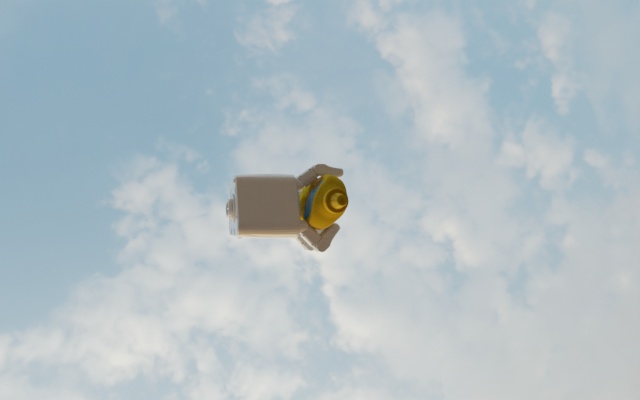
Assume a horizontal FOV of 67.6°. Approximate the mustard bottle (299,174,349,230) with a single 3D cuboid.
[{"bbox_3d":[0.000,0.003,0.834,0.058,0.096,0.191,26,-11,-17],"label":"mustard bottle"}]
